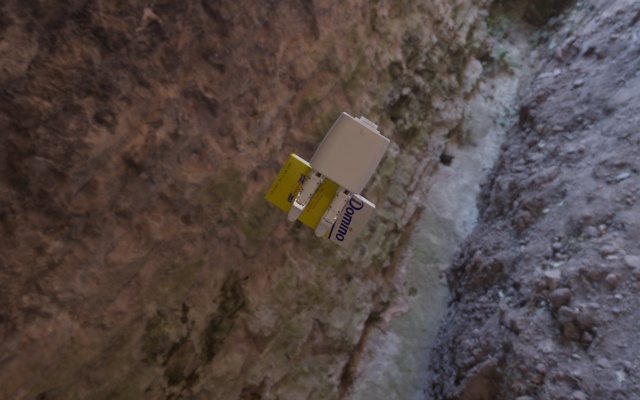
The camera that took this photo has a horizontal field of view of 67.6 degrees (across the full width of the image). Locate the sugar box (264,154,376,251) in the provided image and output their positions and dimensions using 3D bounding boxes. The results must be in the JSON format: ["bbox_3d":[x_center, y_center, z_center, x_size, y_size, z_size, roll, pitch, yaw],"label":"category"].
[{"bbox_3d":[0.000,0.003,0.844,0.176,0.093,0.048,32,9,0],"label":"sugar box"}]
